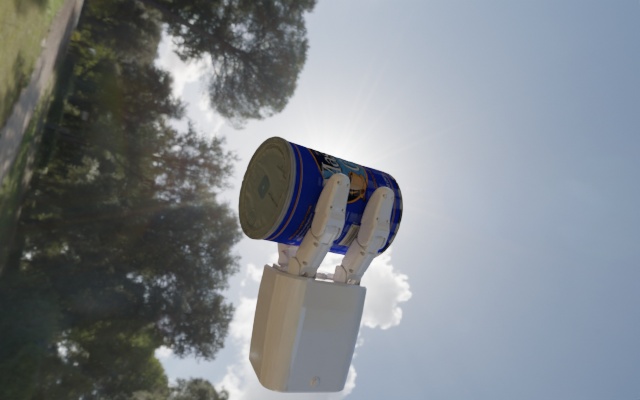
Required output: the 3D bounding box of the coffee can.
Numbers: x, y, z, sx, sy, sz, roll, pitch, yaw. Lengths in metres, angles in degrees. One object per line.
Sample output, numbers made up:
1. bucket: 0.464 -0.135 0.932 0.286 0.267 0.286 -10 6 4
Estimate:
1. coffee can: 0.000 0.001 0.499 0.140 0.103 0.103 14 -8 -33
